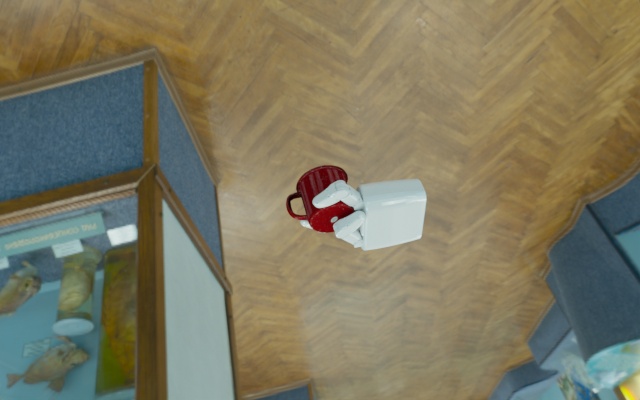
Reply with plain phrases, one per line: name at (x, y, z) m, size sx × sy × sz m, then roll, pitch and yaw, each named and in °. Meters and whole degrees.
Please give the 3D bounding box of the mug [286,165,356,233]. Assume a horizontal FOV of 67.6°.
mug at (-0.001, 0.003, 0.808) m, size 0.117 × 0.081 × 0.093 m, roll -10°, pitch -37°, yaw -9°
